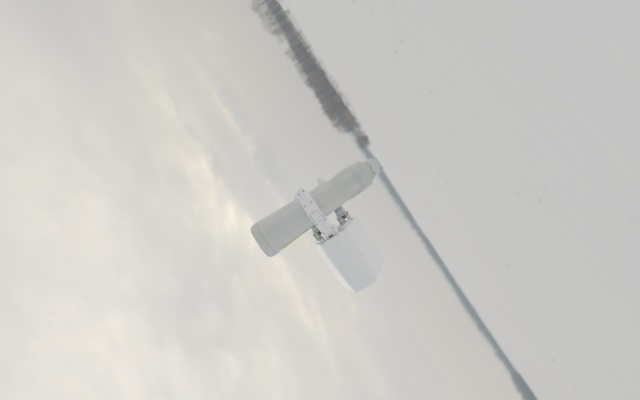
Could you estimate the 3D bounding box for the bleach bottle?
[{"bbox_3d":[0.000,0.003,0.849,0.251,0.068,0.102,-34,2,7],"label":"bleach bottle"}]
